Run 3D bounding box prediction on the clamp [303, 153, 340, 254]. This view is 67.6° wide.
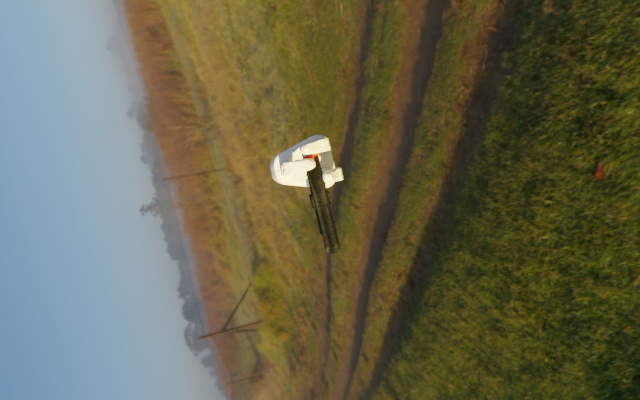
[{"bbox_3d":[0.000,0.003,0.848,0.039,0.171,0.120,-12,5,-9],"label":"clamp"}]
